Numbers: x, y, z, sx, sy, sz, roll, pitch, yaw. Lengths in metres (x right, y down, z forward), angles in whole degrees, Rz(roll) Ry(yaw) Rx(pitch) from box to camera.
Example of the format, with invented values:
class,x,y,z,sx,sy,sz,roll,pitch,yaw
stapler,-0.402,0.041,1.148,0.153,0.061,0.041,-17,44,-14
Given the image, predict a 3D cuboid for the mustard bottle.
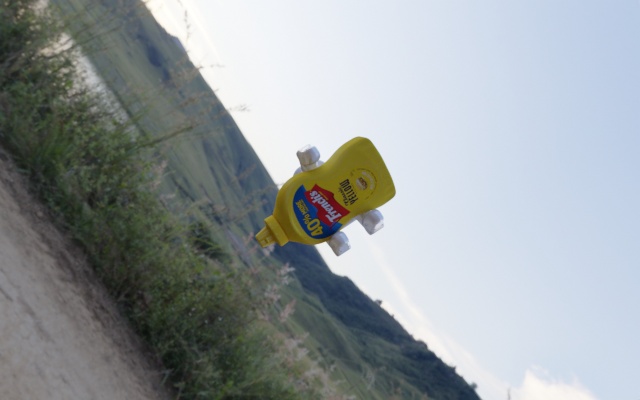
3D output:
class,x,y,z,sx,sy,sz,roll,pitch,yaw
mustard bottle,0.000,0.002,0.626,0.191,0.096,0.058,-33,21,-9
